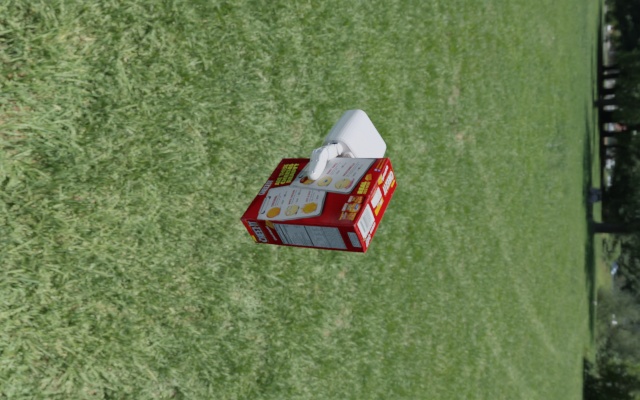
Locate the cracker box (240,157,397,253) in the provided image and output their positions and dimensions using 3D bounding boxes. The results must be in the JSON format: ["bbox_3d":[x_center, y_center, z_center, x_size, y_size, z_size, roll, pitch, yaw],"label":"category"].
[{"bbox_3d":[0.000,0.002,0.800,0.213,0.072,0.164,2,43,30],"label":"cracker box"}]
